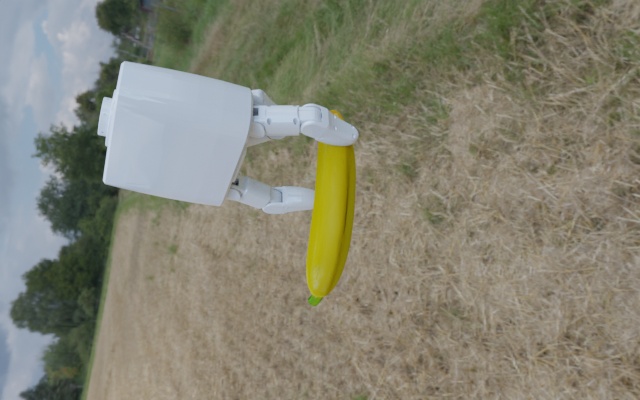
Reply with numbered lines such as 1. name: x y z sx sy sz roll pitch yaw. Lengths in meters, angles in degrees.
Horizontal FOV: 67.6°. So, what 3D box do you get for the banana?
1. banana: 0.007 0.004 0.452 0.037 0.198 0.069 10 -5 -23
